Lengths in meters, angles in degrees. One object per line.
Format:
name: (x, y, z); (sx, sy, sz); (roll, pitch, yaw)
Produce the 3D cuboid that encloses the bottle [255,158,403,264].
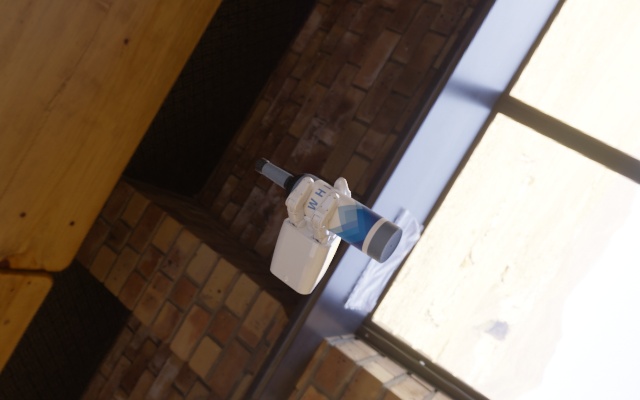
bottle: (0.000, 0.003, 0.821); (0.295, 0.069, 0.069); (32, 15, 26)
